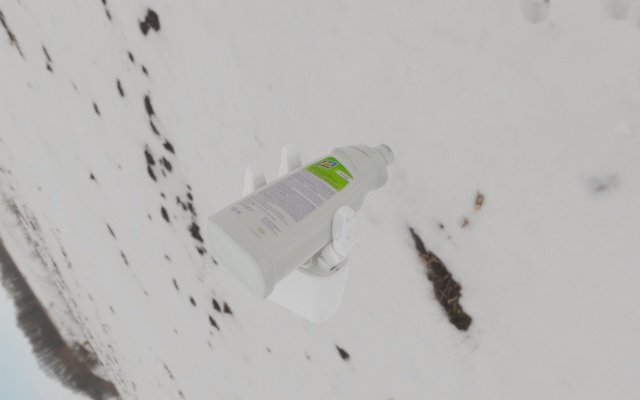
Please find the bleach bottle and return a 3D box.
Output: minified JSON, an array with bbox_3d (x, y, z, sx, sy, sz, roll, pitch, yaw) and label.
[{"bbox_3d":[0.000,0.002,0.542,0.250,0.068,0.102,-32,56,-32],"label":"bleach bottle"}]
